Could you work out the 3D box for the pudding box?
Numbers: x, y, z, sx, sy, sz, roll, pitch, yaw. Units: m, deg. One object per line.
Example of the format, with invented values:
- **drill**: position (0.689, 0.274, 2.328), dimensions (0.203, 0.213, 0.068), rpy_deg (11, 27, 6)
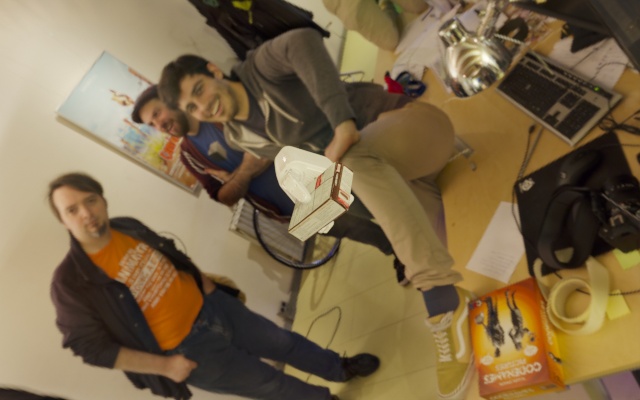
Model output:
- **pudding box**: position (0.000, 0.002, 0.759), dimensions (0.039, 0.090, 0.113), rpy_deg (32, -49, -21)
